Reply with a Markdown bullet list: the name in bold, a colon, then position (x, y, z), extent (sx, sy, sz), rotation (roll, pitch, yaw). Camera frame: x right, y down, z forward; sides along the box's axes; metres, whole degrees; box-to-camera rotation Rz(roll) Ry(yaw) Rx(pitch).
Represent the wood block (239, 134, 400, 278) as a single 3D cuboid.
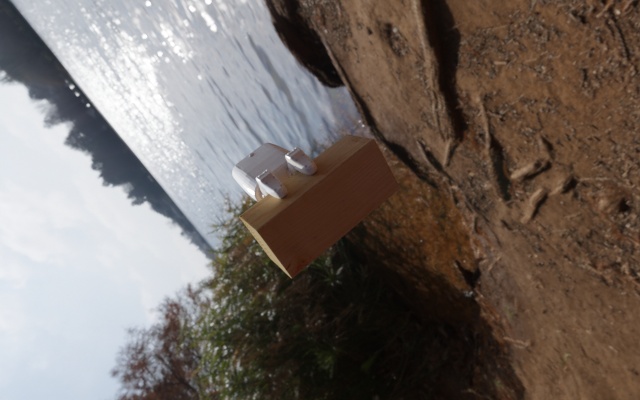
- **wood block**: position (0.000, 0.002, 0.693), extent (0.206, 0.091, 0.090), rotation (-39, 26, -13)
